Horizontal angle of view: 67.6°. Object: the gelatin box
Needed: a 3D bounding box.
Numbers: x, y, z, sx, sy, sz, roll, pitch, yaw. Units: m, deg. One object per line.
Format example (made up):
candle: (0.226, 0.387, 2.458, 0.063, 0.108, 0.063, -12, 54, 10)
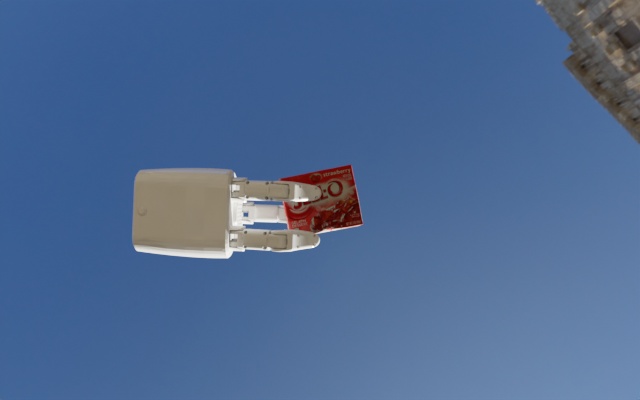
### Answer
gelatin box: (0.000, 0.002, 0.571, 0.089, 0.073, 0.030, -11, -4, -5)
